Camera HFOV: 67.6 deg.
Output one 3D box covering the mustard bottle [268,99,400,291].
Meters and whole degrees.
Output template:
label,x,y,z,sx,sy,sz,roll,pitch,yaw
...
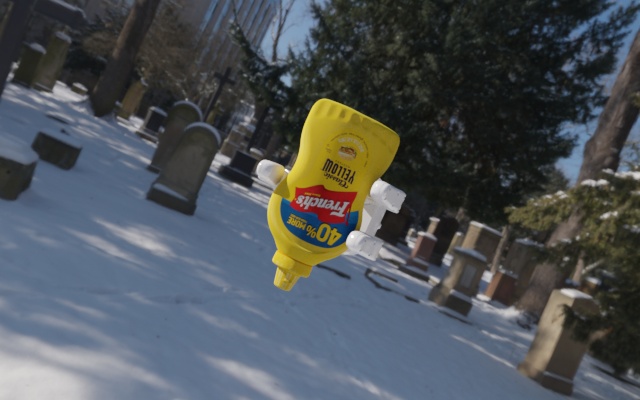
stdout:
label,x,y,z,sx,sy,sz,roll,pitch,yaw
mustard bottle,0.000,0.001,0.488,0.096,0.191,0.058,25,-1,-10
